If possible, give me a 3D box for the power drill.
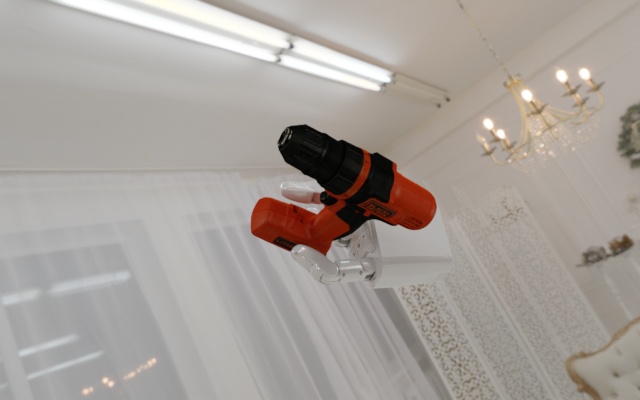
[{"bbox_3d":[0.000,0.002,0.515,0.184,0.057,0.188,28,-32,-26],"label":"power drill"}]
